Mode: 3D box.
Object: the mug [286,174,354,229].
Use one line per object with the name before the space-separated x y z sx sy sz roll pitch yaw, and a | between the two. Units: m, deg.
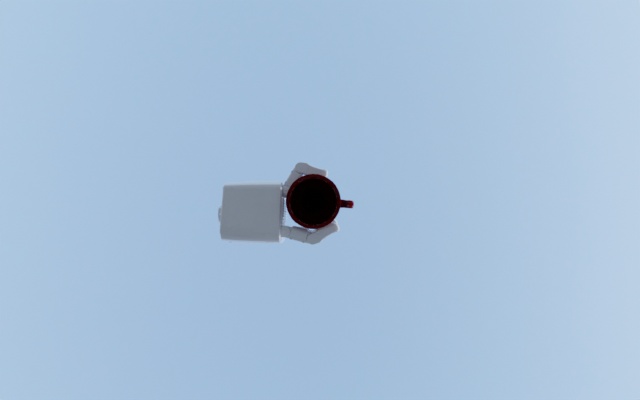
mug | 0.002 0.003 0.841 0.117 0.093 0.081 1 -1 0
